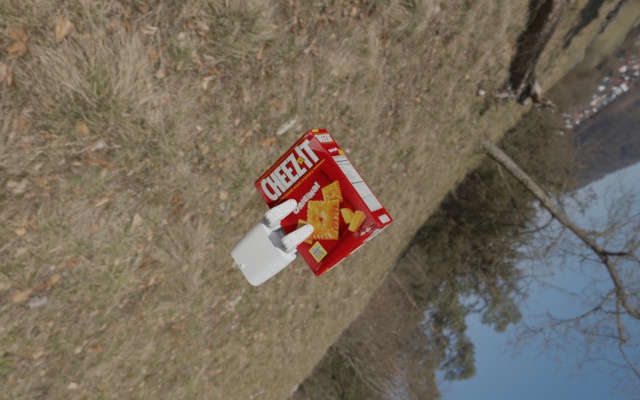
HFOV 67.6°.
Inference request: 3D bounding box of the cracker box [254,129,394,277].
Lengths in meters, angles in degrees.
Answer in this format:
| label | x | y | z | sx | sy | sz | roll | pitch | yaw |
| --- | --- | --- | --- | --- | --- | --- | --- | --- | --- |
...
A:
| label | x | y | z | sx | sy | sz | roll | pitch | yaw |
| --- | --- | --- | --- | --- | --- | --- | --- | --- | --- |
| cracker box | 0.000 | 0.003 | 0.865 | 0.164 | 0.213 | 0.072 | -41 | -12 | 26 |
